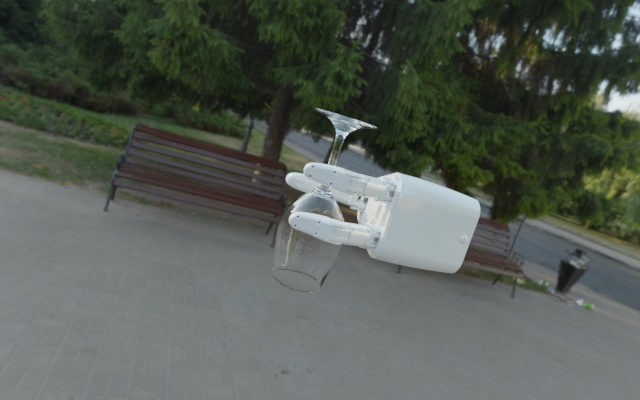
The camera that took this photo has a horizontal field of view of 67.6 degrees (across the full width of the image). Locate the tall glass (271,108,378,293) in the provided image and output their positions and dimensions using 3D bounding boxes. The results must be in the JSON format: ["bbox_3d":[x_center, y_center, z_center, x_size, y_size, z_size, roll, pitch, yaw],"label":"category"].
[{"bbox_3d":[0.000,0.001,0.548,0.079,0.201,0.079,17,10,-3],"label":"tall glass"}]
